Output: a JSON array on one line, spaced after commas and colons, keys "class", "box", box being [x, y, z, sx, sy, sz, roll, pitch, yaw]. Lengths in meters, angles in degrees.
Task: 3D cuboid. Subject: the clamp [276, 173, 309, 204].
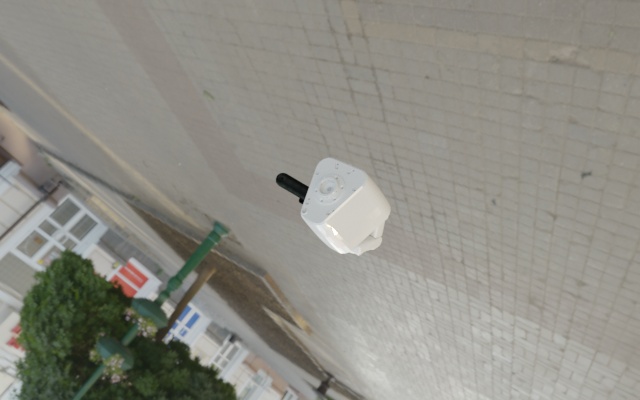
[{"class": "clamp", "box": [0.000, 0.003, 0.836, 0.171, 0.039, 0.120, 23, -4, 36]}]
